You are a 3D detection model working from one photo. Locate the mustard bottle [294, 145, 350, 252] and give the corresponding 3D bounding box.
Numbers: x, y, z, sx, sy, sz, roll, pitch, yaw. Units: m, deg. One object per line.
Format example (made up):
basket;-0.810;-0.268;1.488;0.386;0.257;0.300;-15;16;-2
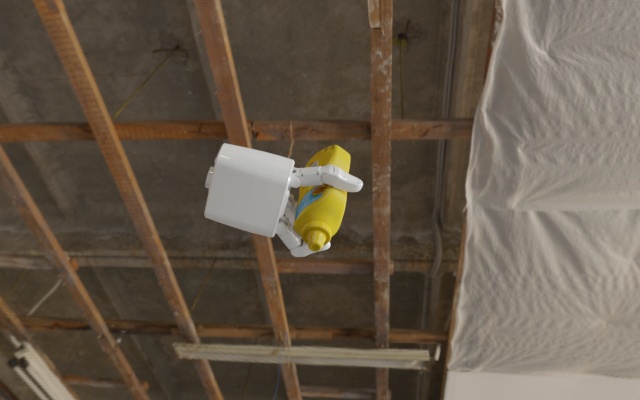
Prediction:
mustard bottle;0.000;0.002;0.715;0.058;0.191;0.096;35;-56;-20
